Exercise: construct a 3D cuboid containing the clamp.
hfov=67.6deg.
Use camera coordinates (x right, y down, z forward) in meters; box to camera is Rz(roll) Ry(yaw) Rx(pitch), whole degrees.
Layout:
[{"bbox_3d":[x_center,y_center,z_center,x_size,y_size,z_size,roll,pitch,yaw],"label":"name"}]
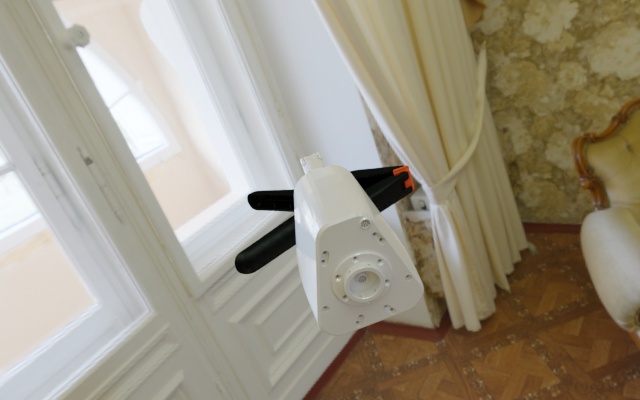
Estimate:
[{"bbox_3d":[0.000,0.001,0.550,0.210,0.036,0.164,-21,27,-1],"label":"clamp"}]
